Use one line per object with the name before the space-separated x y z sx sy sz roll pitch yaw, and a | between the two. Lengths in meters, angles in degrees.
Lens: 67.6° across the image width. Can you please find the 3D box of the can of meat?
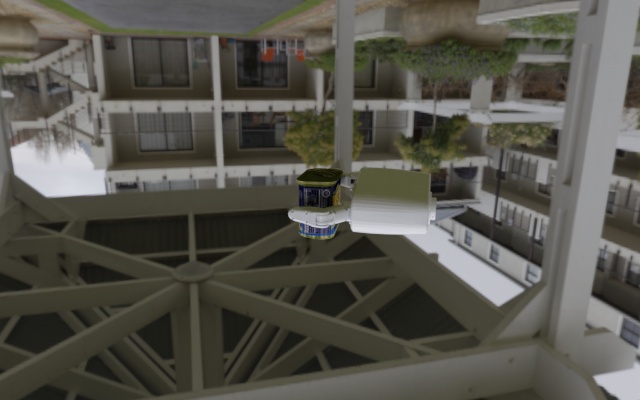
can of meat | 0.000 0.003 0.706 0.057 0.084 0.102 3 15 10
